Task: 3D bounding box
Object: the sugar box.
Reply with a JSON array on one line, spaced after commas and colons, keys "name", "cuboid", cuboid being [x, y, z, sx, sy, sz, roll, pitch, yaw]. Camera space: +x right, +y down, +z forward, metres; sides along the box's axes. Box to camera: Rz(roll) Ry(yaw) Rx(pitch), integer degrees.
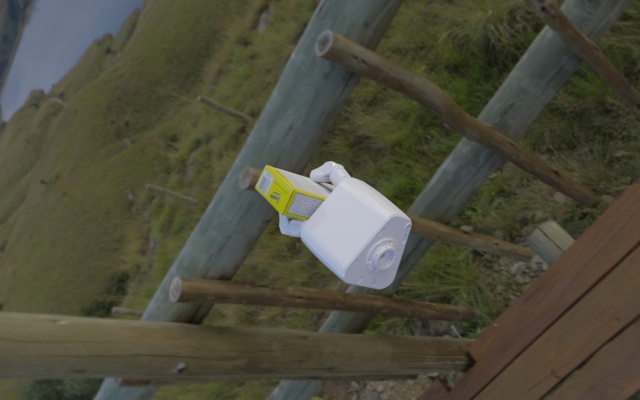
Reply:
[{"name": "sugar box", "cuboid": [0.000, 0.003, 0.712, 0.176, 0.048, 0.093, 19, 15, -38]}]
